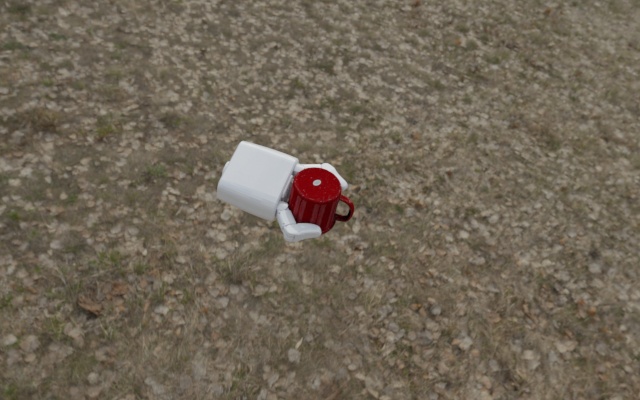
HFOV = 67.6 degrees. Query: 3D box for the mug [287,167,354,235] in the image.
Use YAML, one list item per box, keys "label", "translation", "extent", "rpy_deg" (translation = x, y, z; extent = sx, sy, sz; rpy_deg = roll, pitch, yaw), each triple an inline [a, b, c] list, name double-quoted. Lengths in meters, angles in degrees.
- label: "mug"
  translation: [0.001, 0.003, 0.802]
  extent: [0.117, 0.093, 0.082]
  rpy_deg: [20, -42, 4]
